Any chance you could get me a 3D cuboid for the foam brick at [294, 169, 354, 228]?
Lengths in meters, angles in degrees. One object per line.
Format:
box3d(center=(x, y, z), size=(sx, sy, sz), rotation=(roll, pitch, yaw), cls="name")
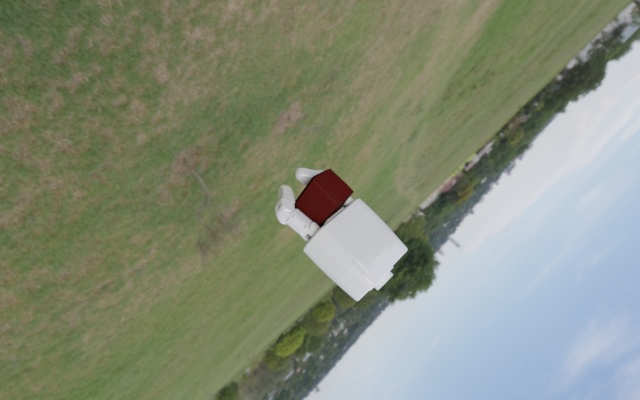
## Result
box3d(center=(0.000, 0.002, 0.686), size=(0.078, 0.051, 0.053), rotation=(-52, -12, 34), cls="foam brick")
